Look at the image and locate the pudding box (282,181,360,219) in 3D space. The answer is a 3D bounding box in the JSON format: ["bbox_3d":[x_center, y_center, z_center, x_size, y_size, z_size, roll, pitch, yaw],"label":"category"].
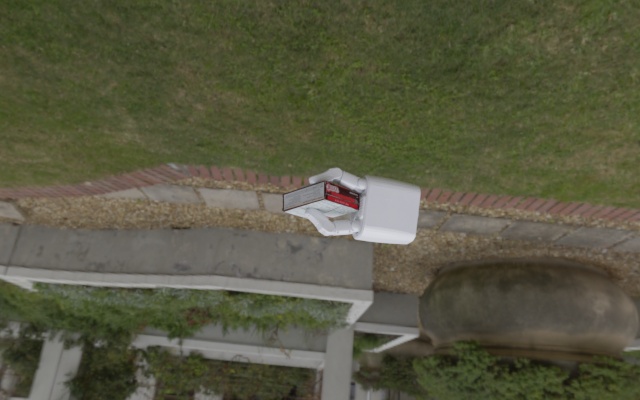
[{"bbox_3d":[0.000,0.003,0.856,0.113,0.039,0.090,-18,-27,42],"label":"pudding box"}]
